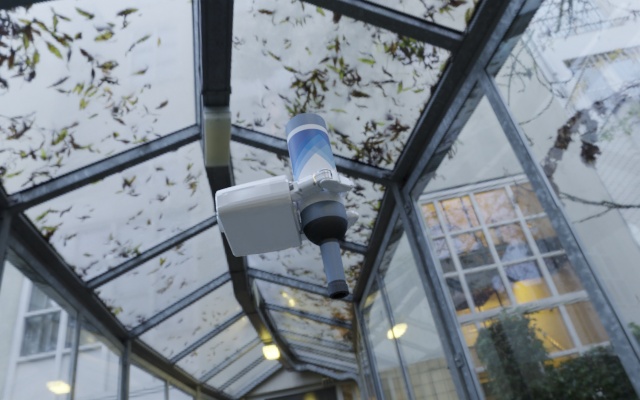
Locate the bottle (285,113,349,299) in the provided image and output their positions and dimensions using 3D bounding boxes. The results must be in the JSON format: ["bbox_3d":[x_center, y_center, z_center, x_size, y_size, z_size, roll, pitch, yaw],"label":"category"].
[{"bbox_3d":[0.000,0.002,0.704,0.069,0.295,0.069,-8,-32,-5],"label":"bottle"}]
